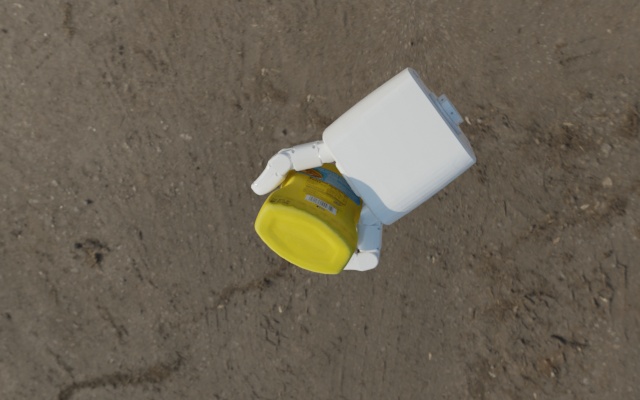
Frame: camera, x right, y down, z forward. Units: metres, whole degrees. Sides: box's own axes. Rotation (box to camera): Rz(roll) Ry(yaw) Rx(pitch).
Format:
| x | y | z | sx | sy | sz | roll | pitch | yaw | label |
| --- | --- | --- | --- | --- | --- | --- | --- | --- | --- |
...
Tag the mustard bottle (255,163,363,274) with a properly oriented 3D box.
| x | y | z | sx | sy | sz | roll | pitch | yaw | label |
| --- | --- | --- | --- | --- | --- | --- | --- | --- | --- |
| 0.000 | 0.002 | 0.522 | 0.096 | 0.058 | 0.191 | 27 | 24 | -1 | mustard bottle |
